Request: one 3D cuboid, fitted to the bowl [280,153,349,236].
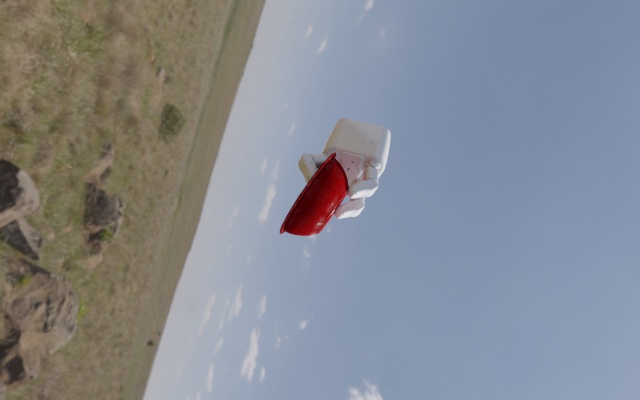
[{"bbox_3d":[0.000,0.004,0.787,0.055,0.162,0.162,35,3,4],"label":"bowl"}]
